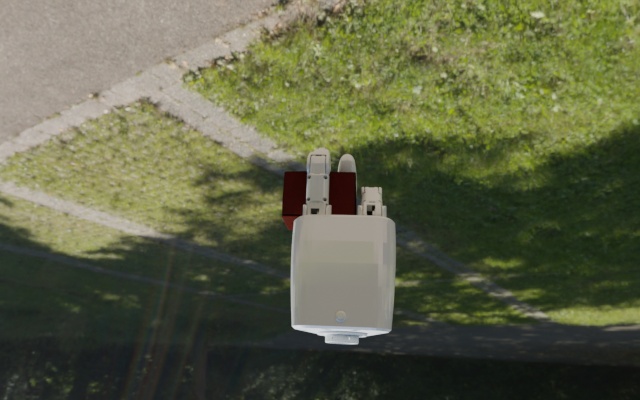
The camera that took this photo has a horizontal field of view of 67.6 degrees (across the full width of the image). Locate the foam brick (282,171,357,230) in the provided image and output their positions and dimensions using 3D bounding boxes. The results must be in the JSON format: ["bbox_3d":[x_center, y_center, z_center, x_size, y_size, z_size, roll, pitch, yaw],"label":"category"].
[{"bbox_3d":[0.000,0.002,0.512,0.078,0.051,0.053,1,-19,5],"label":"foam brick"}]
